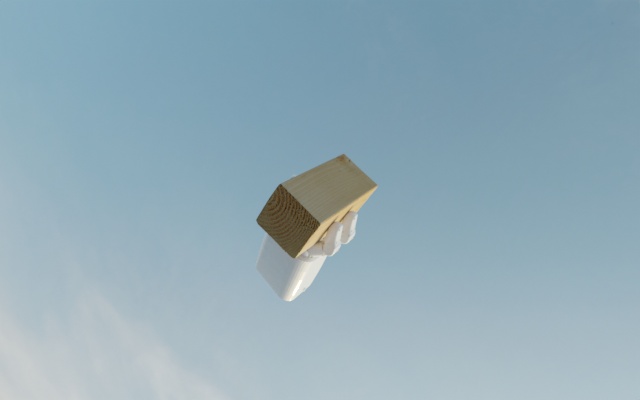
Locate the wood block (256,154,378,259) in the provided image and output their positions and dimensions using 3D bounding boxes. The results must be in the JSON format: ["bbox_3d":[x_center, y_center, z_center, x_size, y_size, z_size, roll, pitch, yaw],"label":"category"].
[{"bbox_3d":[0.000,0.003,0.808,0.206,0.091,0.090,-31,-19,-55],"label":"wood block"}]
